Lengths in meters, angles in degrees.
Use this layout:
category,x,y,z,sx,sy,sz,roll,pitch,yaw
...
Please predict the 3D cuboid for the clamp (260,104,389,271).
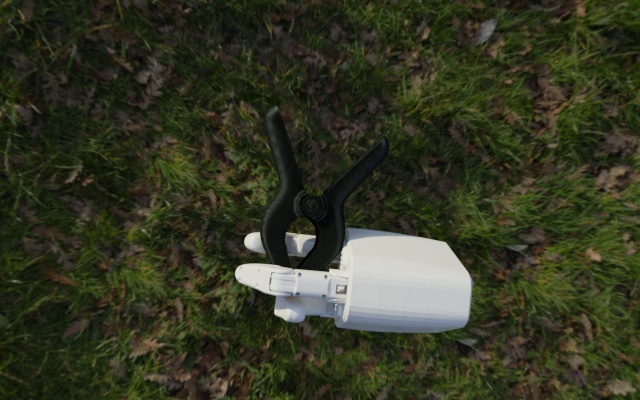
category,x,y,z,sx,sy,sz,roll,pitch,yaw
clamp,0.000,0.002,0.444,0.120,0.171,0.039,6,-2,-2
